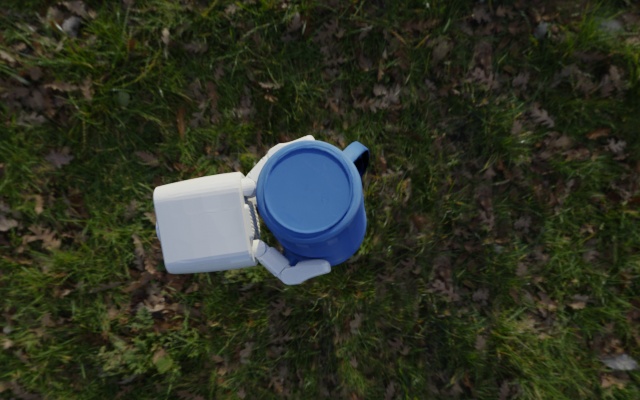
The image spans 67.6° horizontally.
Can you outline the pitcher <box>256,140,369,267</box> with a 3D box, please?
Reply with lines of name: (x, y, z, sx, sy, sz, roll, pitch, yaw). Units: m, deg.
pitcher: (0.000, 0.002, 0.588, 0.145, 0.149, 0.243, -8, -11, 1)
